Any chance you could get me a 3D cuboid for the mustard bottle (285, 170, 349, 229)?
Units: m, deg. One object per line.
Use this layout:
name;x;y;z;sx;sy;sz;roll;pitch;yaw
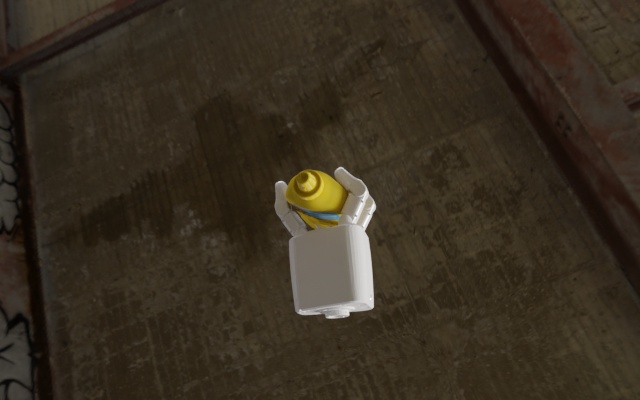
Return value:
mustard bottle;0.000;0.002;0.709;0.096;0.058;0.192;15;-14;19
